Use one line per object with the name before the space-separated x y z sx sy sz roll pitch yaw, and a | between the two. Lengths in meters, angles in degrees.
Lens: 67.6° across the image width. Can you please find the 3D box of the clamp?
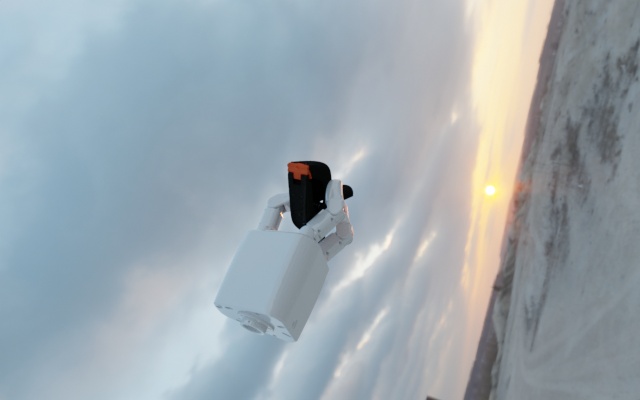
clamp | -0.001 0.002 0.655 0.036 0.164 0.210 11 -31 20
